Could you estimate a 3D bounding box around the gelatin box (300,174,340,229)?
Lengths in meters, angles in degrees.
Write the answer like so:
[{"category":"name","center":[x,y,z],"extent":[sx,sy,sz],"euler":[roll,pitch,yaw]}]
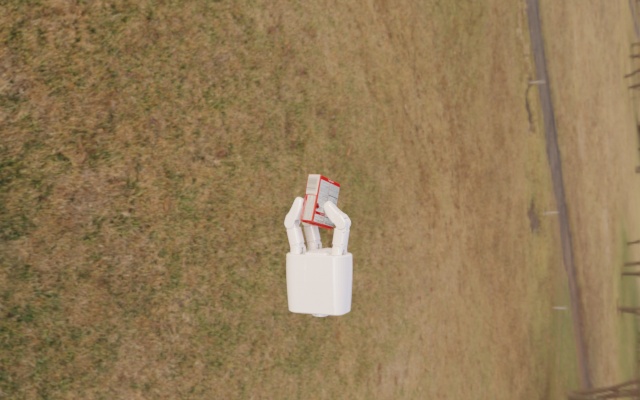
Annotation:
[{"category":"gelatin box","center":[0.001,0.003,0.870],"extent":[0.030,0.089,0.073],"euler":[6,-8,33]}]
